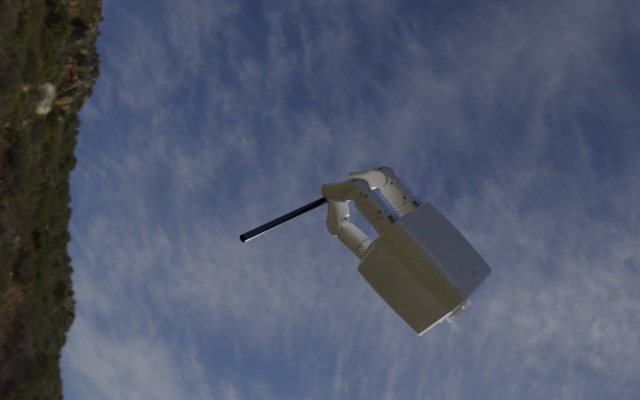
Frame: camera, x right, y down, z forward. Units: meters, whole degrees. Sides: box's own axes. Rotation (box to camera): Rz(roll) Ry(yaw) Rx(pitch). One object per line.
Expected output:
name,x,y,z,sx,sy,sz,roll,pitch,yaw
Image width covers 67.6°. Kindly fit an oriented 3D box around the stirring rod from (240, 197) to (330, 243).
stirring rod,0.000,0.002,0.545,0.011,0.011,0.239,0,17,41
